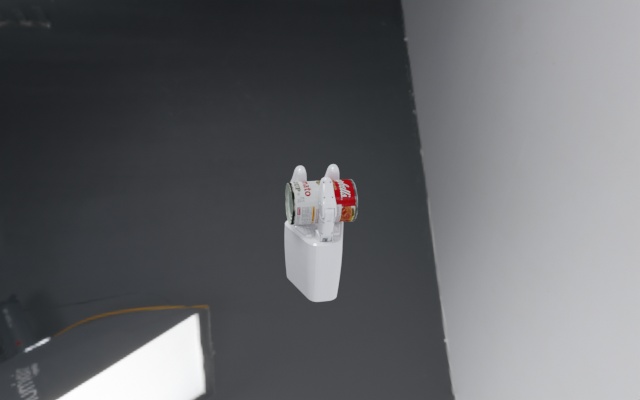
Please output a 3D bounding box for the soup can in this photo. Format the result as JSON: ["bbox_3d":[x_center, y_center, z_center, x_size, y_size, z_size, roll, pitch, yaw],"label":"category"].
[{"bbox_3d":[0.000,0.002,0.748,0.102,0.068,0.068,-3,1,-13],"label":"soup can"}]
